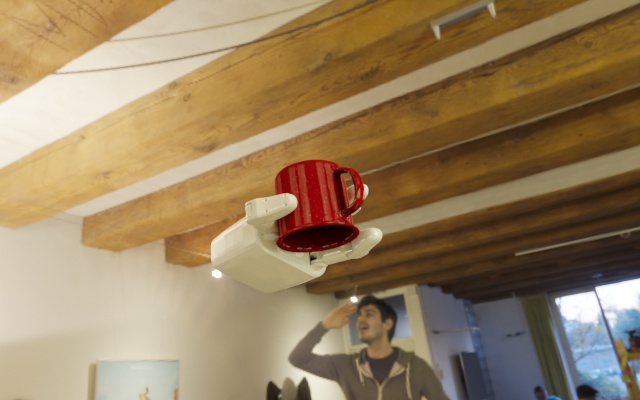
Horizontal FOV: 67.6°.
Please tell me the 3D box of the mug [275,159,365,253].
[{"bbox_3d":[0.001,0.001,0.535,0.093,0.081,0.117,14,-32,-43],"label":"mug"}]
